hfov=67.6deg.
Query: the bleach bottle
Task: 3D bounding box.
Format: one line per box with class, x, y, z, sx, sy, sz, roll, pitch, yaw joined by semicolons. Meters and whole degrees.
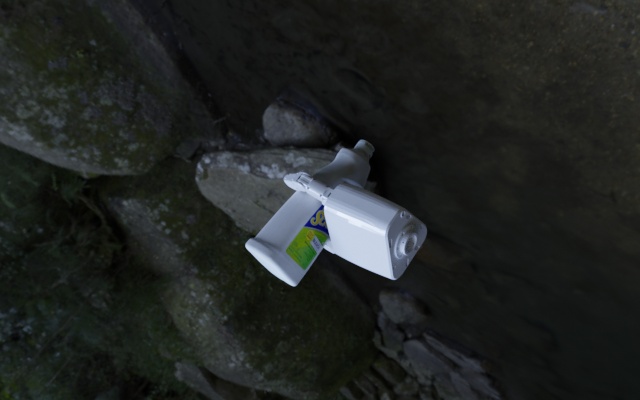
bleach bottle;0.000;0.002;0.729;0.068;0.250;0.103;23;-22;39
